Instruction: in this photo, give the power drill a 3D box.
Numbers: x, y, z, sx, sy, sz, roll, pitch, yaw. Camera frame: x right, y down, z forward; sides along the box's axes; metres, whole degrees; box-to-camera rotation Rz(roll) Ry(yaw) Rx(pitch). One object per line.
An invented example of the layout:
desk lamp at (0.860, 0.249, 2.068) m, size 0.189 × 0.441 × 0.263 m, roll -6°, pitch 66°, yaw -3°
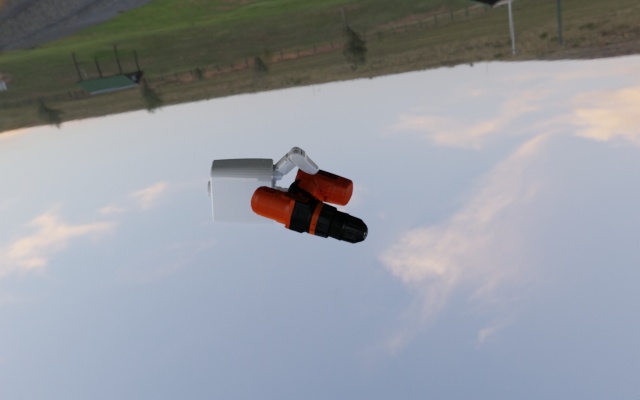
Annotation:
power drill at (0.000, 0.002, 0.783) m, size 0.184 × 0.057 × 0.187 m, roll 19°, pitch 19°, yaw 9°
